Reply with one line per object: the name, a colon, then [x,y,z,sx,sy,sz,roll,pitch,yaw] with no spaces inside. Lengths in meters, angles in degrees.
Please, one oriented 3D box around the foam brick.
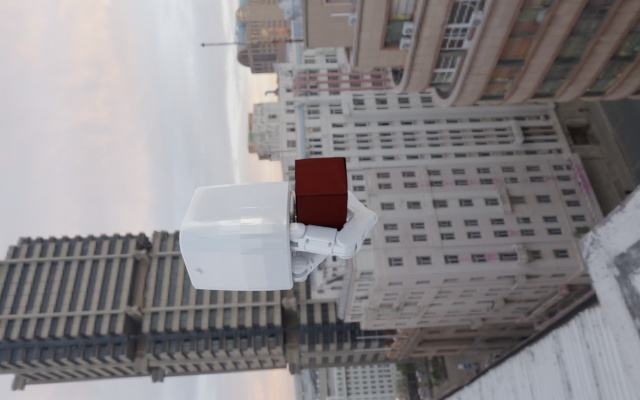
foam brick: [0.000,0.001,0.485,0.051,0.053,0.078,-1,-43,-1]
